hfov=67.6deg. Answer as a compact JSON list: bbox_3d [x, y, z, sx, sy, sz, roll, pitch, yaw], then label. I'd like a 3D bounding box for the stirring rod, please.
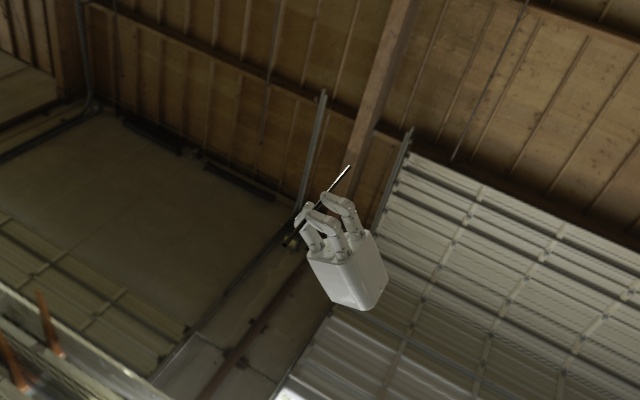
[{"bbox_3d":[0.000,0.003,0.802,0.011,0.011,0.239,0,32,32],"label":"stirring rod"}]
